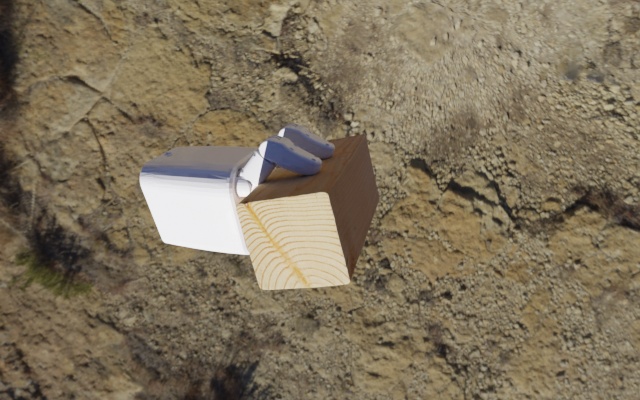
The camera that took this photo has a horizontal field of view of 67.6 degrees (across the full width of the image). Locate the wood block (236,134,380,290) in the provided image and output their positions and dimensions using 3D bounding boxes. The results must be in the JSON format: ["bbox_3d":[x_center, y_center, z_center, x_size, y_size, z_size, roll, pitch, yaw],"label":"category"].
[{"bbox_3d":[0.000,0.002,0.513,0.090,0.091,0.206,-8,19,18],"label":"wood block"}]
